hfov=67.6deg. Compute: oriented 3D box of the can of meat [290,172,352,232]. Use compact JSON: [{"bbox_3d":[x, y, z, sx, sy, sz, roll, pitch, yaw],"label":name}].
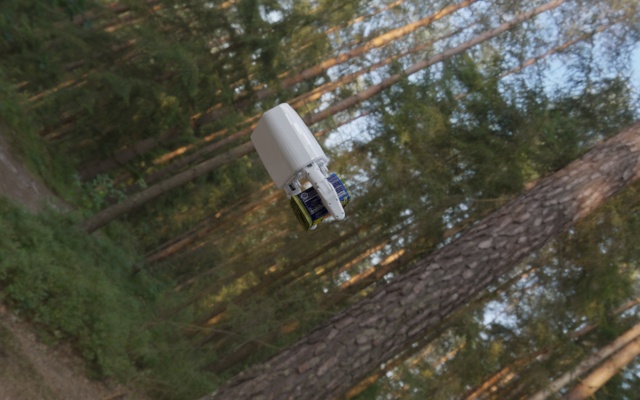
[{"bbox_3d":[0.000,0.002,0.787,0.084,0.057,0.102,-31,-7,-11],"label":"can of meat"}]
